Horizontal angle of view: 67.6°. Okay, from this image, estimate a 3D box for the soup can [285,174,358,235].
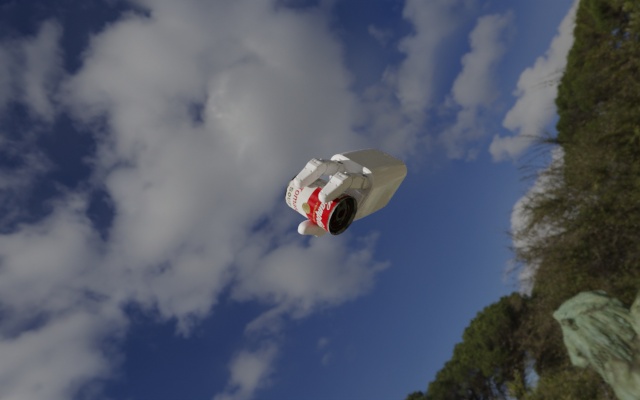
[{"bbox_3d":[0.000,0.003,0.774,0.102,0.068,0.068,32,19,33],"label":"soup can"}]
